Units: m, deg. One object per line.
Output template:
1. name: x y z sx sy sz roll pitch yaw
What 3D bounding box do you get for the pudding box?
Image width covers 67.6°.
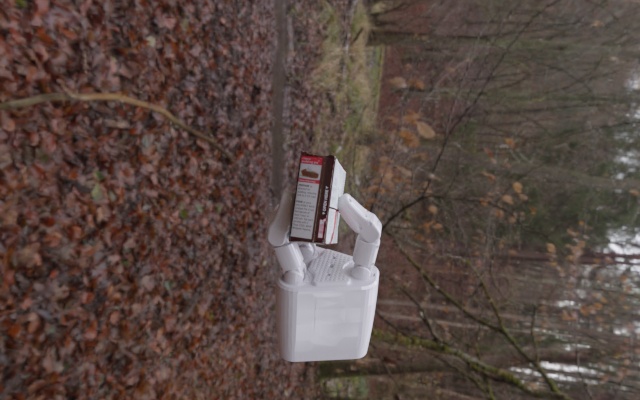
1. pudding box: 0.000 0.002 0.509 0.039 0.090 0.113 6 -3 7
